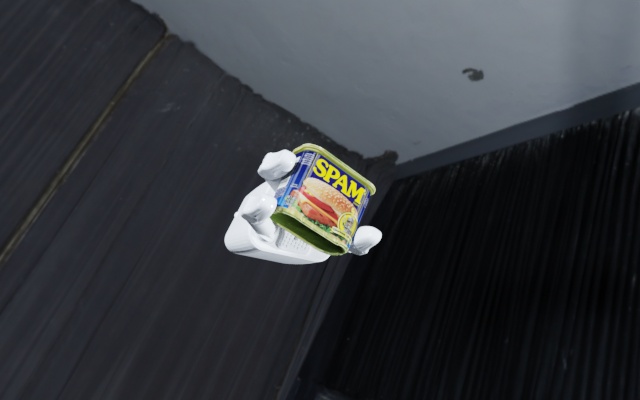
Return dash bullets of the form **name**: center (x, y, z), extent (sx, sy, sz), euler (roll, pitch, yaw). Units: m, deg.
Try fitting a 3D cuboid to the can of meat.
- **can of meat**: center (0.000, 0.002, 0.528), extent (0.102, 0.084, 0.057), euler (34, -24, -23)
